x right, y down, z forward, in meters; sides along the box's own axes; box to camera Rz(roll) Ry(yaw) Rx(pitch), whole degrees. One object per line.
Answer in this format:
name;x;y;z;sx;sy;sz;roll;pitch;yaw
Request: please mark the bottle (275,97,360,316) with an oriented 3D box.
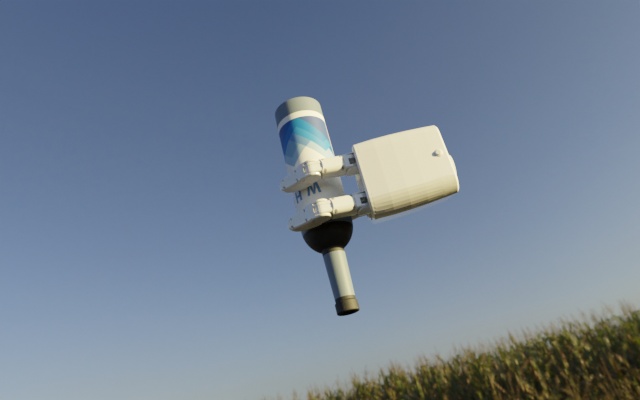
bottle;0.000;0.002;0.619;0.069;0.295;0.069;-12;-25;-6
